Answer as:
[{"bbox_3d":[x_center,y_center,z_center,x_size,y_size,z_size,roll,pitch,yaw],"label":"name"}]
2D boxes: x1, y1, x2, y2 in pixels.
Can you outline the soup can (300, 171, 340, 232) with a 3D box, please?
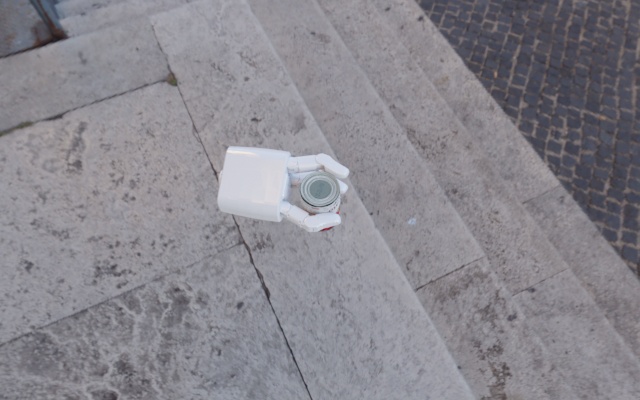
[{"bbox_3d":[0.001,0.003,0.816,0.068,0.068,0.102,0,-27,1],"label":"soup can"}]
